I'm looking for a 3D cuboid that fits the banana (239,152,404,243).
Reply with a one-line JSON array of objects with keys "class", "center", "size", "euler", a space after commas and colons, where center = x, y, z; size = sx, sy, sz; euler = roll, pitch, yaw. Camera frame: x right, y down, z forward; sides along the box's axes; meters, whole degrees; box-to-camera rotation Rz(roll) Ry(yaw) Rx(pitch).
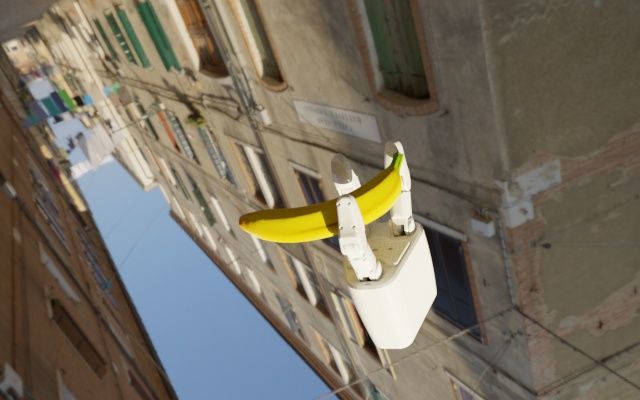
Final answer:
[{"class": "banana", "center": [0.006, 0.011, 0.510], "size": [0.198, 0.037, 0.069], "euler": [-20, 34, 5]}]
